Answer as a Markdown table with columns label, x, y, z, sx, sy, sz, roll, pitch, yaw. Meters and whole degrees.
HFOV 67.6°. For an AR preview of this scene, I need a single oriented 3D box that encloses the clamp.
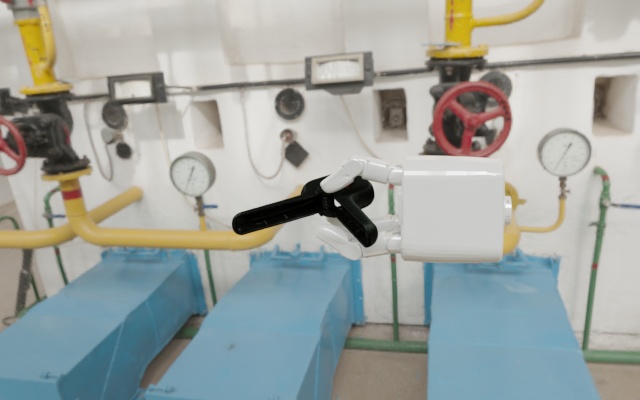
| label | x | y | z | sx | sy | sz | roll | pitch | yaw |
| --- | --- | --- | --- | --- | --- | --- | --- | --- | --- |
| clamp | 0.000 | 0.001 | 0.582 | 0.164 | 0.036 | 0.210 | 2 | 20 | 14 |
